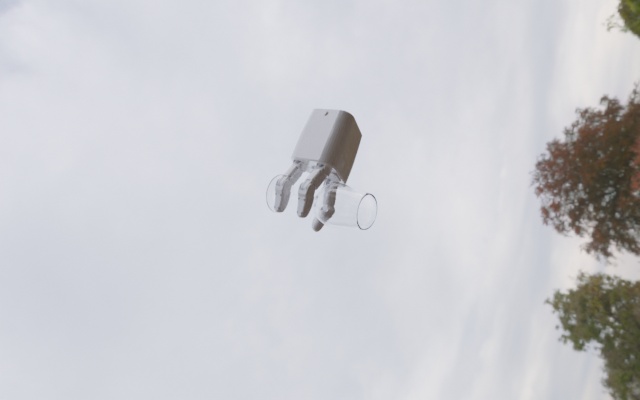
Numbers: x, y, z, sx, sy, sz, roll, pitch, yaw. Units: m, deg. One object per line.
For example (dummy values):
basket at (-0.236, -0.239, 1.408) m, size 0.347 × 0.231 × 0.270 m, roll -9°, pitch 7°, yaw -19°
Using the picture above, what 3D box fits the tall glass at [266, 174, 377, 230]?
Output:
tall glass at (0.000, 0.003, 0.846) m, size 0.201 × 0.079 × 0.079 m, roll 12°, pitch 7°, yaw 38°
